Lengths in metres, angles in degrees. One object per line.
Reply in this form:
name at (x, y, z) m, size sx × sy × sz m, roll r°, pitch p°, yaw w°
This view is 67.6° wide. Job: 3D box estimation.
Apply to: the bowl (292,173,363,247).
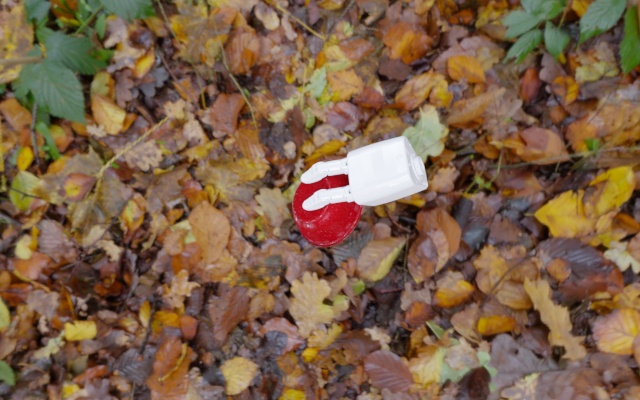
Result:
bowl at (-0.001, 0.003, 0.891) m, size 0.162 × 0.162 × 0.055 m, roll 0°, pitch -16°, yaw 41°
